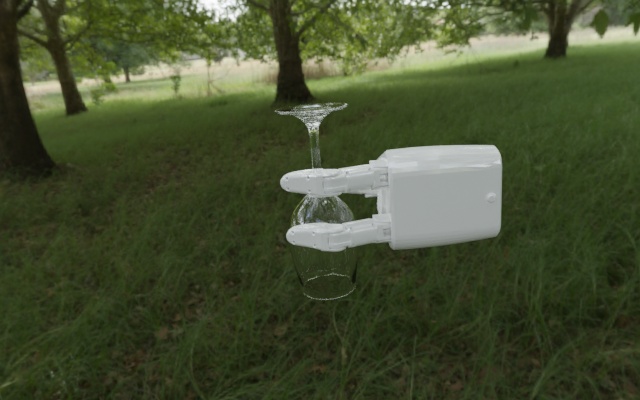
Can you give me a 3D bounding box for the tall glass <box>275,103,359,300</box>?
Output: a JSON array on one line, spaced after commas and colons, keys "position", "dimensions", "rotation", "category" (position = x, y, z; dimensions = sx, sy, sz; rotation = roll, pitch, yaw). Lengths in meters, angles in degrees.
[{"position": [0.000, 0.001, 0.508], "dimensions": [0.079, 0.201, 0.079], "rotation": [-5, 17, 1], "category": "tall glass"}]
